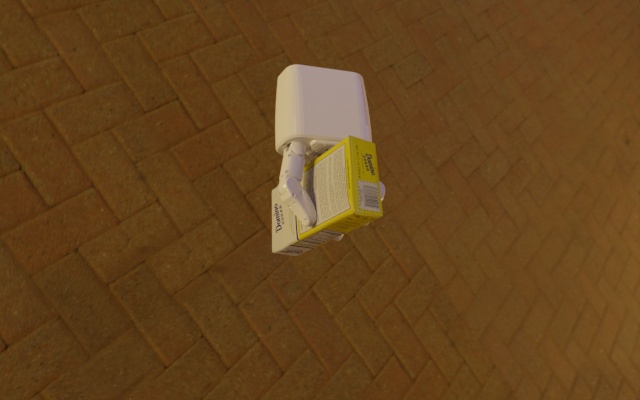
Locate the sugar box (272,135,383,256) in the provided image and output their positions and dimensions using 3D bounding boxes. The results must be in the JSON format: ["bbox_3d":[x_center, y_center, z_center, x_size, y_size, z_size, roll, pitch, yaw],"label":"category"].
[{"bbox_3d":[0.001,0.002,0.586,0.048,0.093,0.176,11,-25,-31],"label":"sugar box"}]
